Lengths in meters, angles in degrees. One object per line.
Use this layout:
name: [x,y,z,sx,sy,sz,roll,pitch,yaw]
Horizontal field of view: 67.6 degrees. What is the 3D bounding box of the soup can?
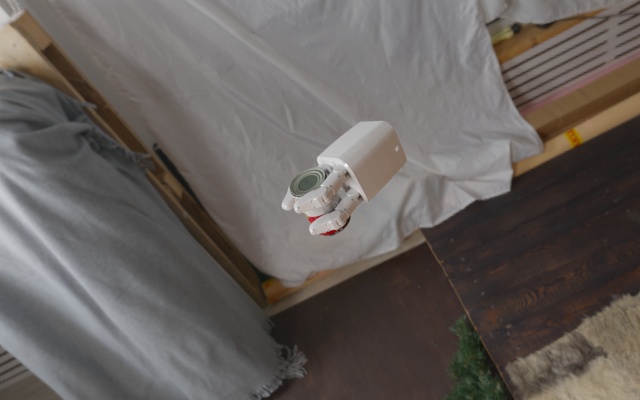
soup can: [0.000,0.003,0.797,0.068,0.068,0.102,0,-42,34]
